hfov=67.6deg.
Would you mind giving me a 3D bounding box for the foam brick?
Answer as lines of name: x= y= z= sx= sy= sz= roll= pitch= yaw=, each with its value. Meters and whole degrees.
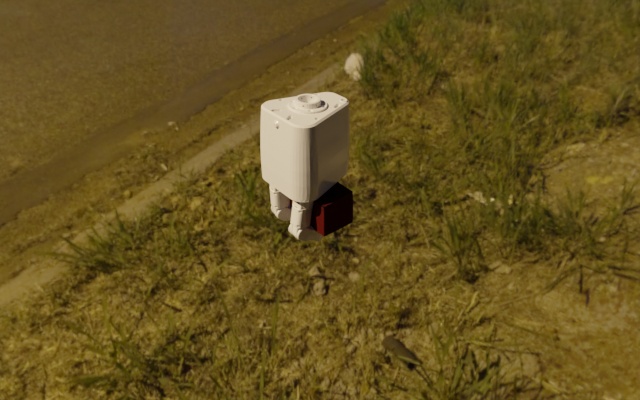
foam brick: x=0.000 y=0.002 z=0.652 sx=0.053 sy=0.051 sz=0.078 roll=-27 pitch=44 yaw=-32
